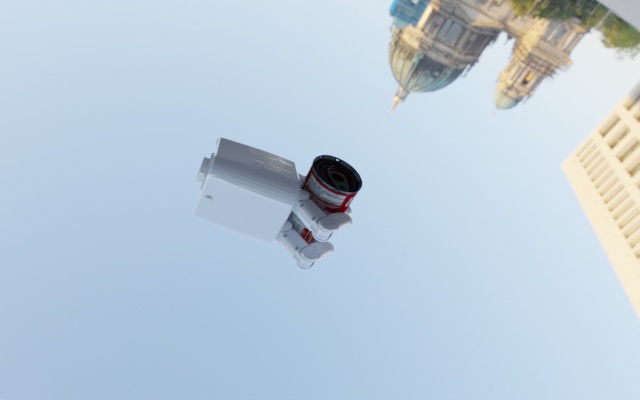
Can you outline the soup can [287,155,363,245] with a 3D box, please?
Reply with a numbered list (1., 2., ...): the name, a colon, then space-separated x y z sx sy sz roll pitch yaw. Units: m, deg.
1. soup can: 0.000 0.002 0.610 0.068 0.068 0.102 0 -44 -36
